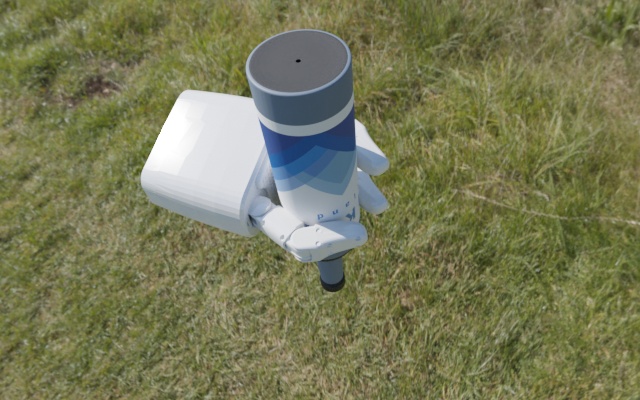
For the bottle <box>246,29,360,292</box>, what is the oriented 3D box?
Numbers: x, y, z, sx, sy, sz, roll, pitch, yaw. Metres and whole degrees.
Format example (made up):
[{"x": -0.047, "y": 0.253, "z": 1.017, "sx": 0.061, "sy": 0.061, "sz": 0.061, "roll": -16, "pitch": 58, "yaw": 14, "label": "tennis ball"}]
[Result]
[{"x": 0.000, "y": 0.001, "z": 0.412, "sx": 0.069, "sy": 0.069, "sz": 0.296, "roll": 0, "pitch": -37, "yaw": 7, "label": "bottle"}]
